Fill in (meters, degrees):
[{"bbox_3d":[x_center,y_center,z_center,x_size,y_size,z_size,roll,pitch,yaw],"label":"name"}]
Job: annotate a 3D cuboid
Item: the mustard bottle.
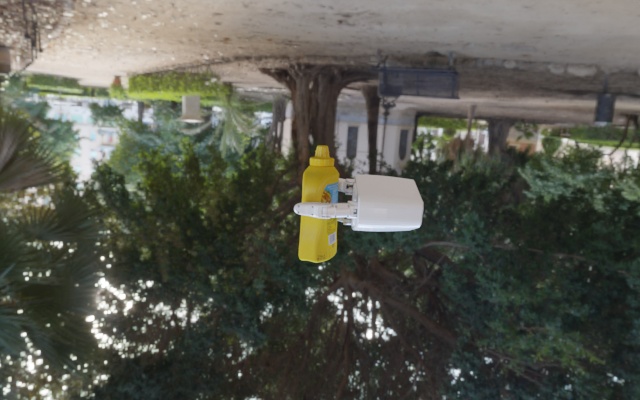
[{"bbox_3d":[0.000,0.003,0.814,0.058,0.192,0.096,7,11,23],"label":"mustard bottle"}]
